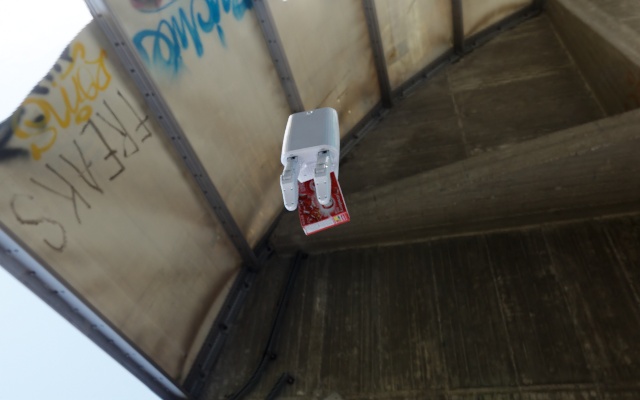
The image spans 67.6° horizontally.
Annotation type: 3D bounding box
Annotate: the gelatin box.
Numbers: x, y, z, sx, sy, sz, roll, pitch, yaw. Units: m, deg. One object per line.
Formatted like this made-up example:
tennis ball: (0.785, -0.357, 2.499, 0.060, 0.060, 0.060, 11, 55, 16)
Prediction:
gelatin box: (0.000, 0.003, 0.759, 0.073, 0.089, 0.030, -19, -38, 5)
